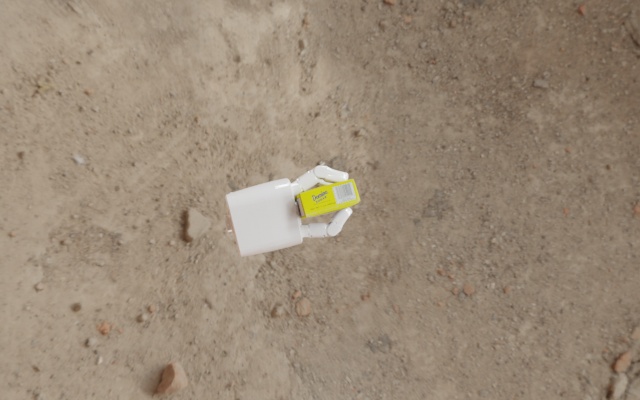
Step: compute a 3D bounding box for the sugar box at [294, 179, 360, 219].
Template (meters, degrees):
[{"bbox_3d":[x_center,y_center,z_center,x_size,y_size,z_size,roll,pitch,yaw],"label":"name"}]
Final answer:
[{"bbox_3d":[0.000,0.002,0.828,0.093,0.048,0.176,-15,0,-11],"label":"sugar box"}]
